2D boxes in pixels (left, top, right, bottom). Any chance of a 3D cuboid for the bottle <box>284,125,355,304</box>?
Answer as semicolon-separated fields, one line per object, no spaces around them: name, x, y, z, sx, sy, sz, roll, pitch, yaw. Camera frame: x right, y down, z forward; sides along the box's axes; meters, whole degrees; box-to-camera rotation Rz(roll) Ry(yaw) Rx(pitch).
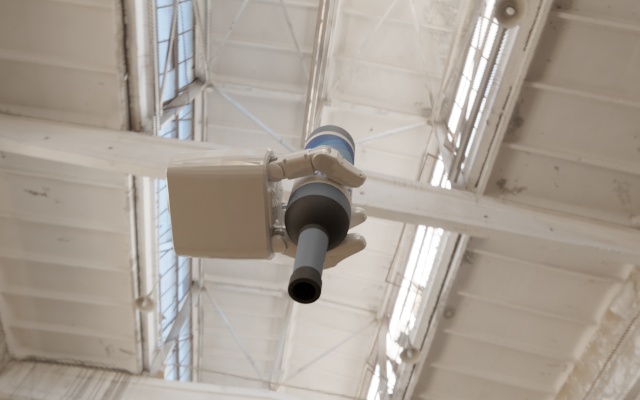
bottle;0.000;0.002;0.510;0.069;0.069;0.295;0;29;6
